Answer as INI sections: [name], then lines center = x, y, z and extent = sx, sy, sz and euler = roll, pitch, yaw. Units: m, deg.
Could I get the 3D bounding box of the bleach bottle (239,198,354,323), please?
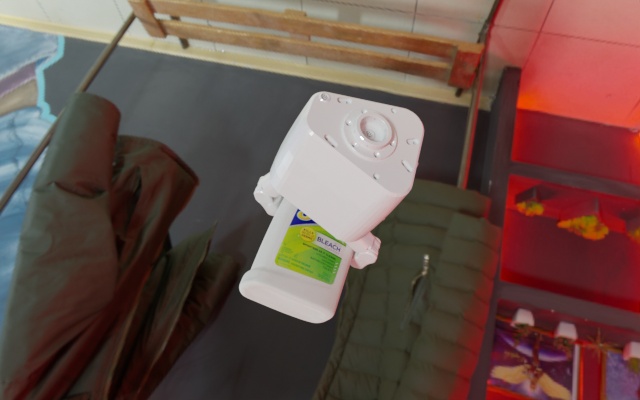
[bleach bottle]
center = 0.000, 0.002, 0.539
extent = 0.102, 0.250, 0.068
euler = 24, -30, -11
